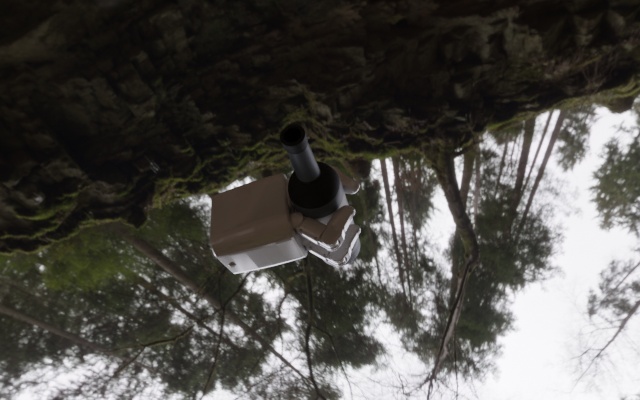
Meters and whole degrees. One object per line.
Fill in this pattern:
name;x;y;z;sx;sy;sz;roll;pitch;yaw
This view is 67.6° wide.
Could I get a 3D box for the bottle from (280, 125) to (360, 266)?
bottle;0.000;0.002;0.619;0.069;0.069;0.296;0;-28;13
